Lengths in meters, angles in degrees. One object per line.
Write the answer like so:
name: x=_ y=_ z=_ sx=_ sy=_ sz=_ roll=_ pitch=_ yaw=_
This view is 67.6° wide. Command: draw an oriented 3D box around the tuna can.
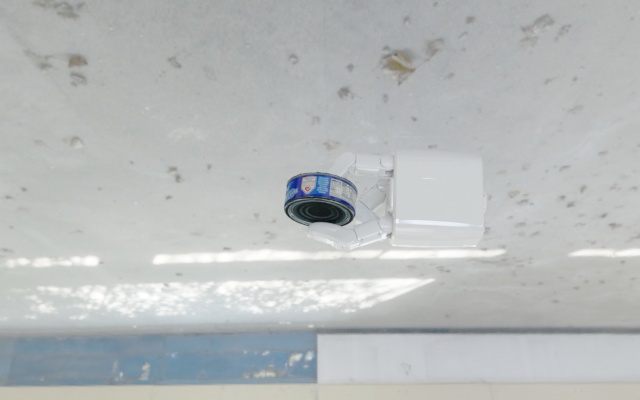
tuna can: x=0.000 y=0.002 z=0.563 sx=0.086 sy=0.033 sz=0.086 roll=5 pitch=-26 yaw=3
